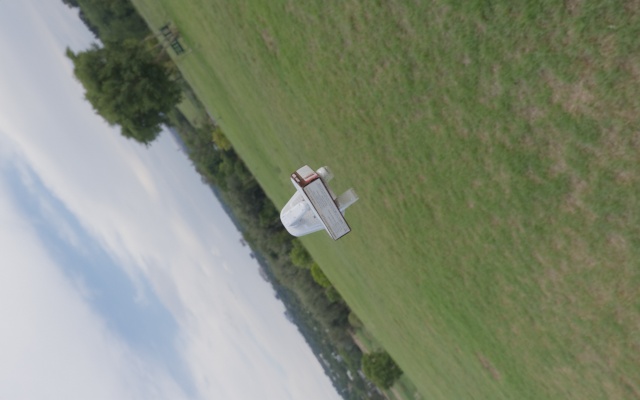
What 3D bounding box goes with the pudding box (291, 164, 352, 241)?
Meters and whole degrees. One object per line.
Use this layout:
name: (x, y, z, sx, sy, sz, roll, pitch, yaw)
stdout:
pudding box: (0.000, 0.003, 0.794, 0.039, 0.113, 0.090, -35, 22, -4)
